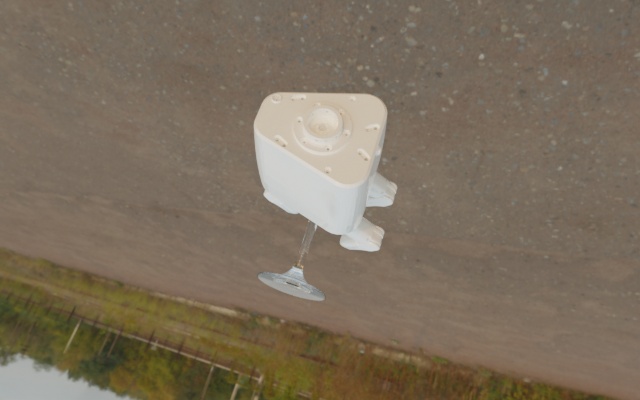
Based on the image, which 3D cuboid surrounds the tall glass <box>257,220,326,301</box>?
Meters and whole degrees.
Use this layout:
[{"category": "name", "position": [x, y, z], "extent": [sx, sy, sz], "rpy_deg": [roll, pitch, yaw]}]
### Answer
[{"category": "tall glass", "position": [0.000, 0.002, 0.525], "extent": [0.079, 0.201, 0.079], "rpy_deg": [16, -22, 7]}]
